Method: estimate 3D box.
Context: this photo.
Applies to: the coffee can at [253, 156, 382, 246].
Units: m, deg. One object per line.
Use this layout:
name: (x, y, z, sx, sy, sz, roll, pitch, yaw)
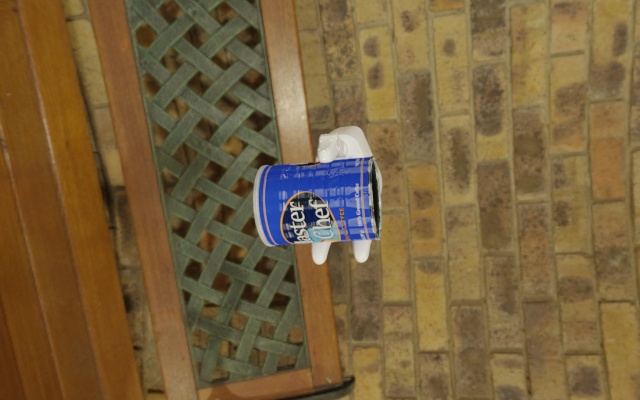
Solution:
coffee can: (0.000, 0.002, 0.590, 0.140, 0.103, 0.103, -4, -1, 12)
